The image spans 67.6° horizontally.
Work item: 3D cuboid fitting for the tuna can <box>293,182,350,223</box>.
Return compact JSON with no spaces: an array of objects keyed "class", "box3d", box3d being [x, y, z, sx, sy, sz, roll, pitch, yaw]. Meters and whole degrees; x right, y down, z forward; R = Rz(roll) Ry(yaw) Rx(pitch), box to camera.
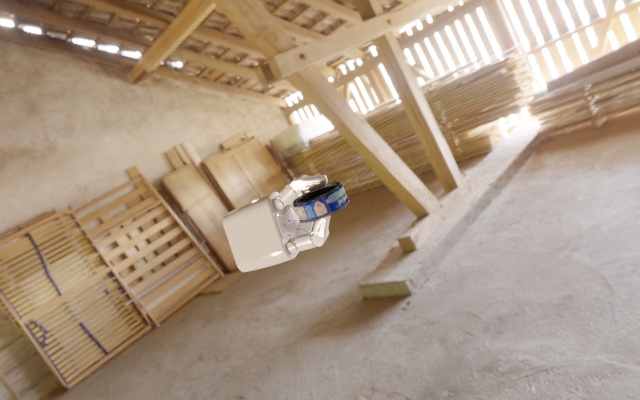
[{"class":"tuna can","box3d":[0.000,0.002,0.752,0.086,0.034,0.086,-22,11,4]}]
